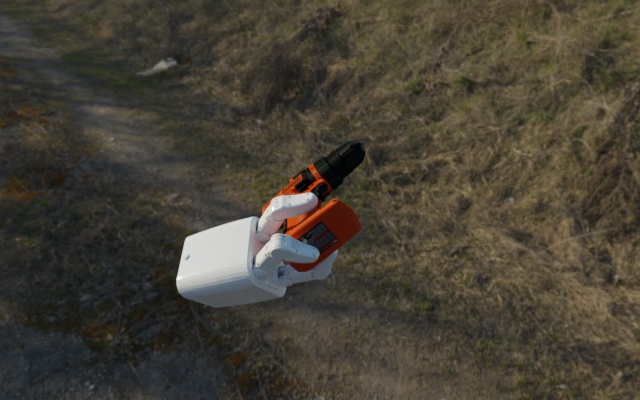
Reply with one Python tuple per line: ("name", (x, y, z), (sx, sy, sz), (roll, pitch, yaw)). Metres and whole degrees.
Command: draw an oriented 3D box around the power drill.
("power drill", (0.000, 0.002, 0.653), (0.184, 0.057, 0.187), (-40, 20, 10))
